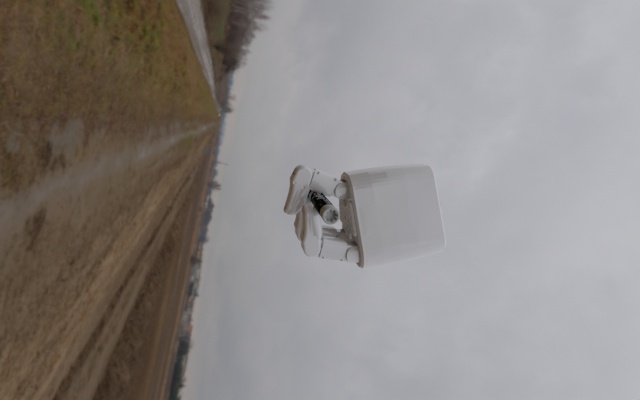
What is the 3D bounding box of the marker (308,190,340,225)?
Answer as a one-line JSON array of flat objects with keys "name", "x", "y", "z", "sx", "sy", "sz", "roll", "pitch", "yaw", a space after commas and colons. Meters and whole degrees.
[{"name": "marker", "x": 0.000, "y": 0.002, "z": 0.546, "sx": 0.020, "sy": 0.020, "sz": 0.121, "roll": 0, "pitch": 14, "yaw": -11}]
